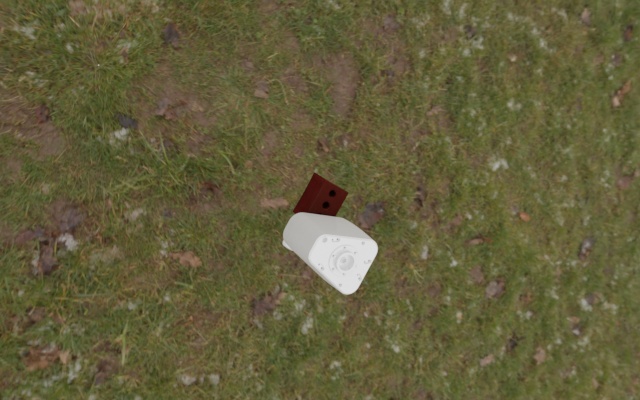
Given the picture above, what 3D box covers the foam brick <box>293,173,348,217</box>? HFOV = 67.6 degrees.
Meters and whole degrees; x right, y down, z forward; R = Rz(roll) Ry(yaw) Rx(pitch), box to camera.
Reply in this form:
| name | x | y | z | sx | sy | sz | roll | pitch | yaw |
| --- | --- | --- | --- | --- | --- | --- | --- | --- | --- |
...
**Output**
| name | x | y | z | sx | sy | sz | roll | pitch | yaw |
| --- | --- | --- | --- | --- | --- | --- | --- | --- | --- |
| foam brick | 0.000 | 0.002 | 0.802 | 0.053 | 0.078 | 0.051 | 27 | 2 | -27 |
